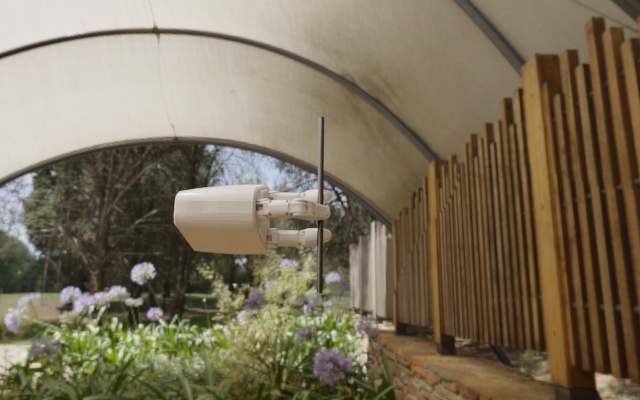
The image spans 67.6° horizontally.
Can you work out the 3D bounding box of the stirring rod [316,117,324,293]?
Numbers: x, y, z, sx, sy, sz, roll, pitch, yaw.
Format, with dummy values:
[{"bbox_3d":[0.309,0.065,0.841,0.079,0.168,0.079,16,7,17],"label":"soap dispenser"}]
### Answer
[{"bbox_3d":[0.000,0.002,0.640,0.011,0.239,0.011,1,-12,0],"label":"stirring rod"}]
